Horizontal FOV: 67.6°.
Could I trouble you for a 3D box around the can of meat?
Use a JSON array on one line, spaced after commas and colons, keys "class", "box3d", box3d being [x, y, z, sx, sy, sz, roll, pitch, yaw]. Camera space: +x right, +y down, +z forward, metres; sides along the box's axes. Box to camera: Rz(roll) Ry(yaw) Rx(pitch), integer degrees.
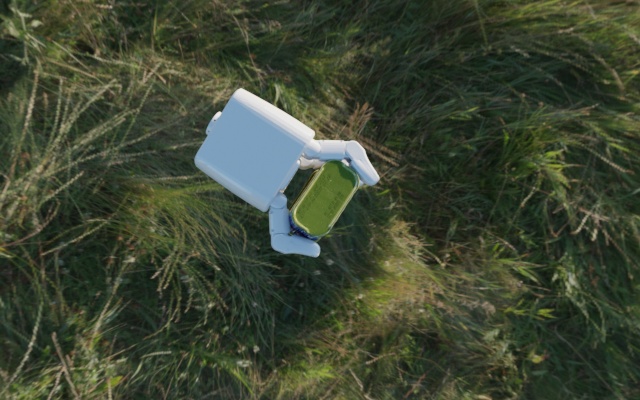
[{"class": "can of meat", "box3d": [0.000, 0.002, 0.602, 0.057, 0.102, 0.084, 34, -12, -3]}]
